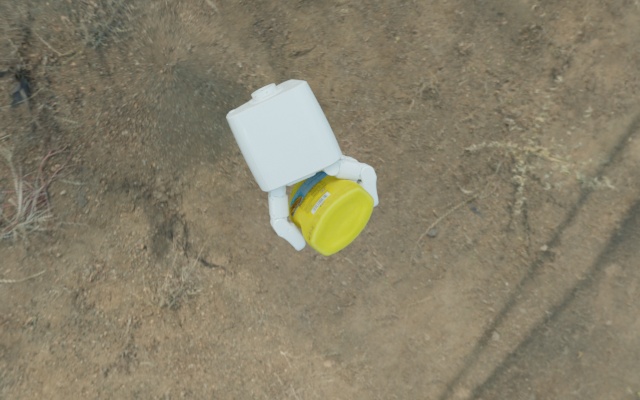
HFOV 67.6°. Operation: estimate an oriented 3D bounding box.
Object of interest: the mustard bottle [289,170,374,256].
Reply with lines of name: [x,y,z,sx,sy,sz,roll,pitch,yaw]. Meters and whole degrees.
mustard bottle: [0.000,0.002,0.663,0.058,0.096,0.191,39,1,-23]
